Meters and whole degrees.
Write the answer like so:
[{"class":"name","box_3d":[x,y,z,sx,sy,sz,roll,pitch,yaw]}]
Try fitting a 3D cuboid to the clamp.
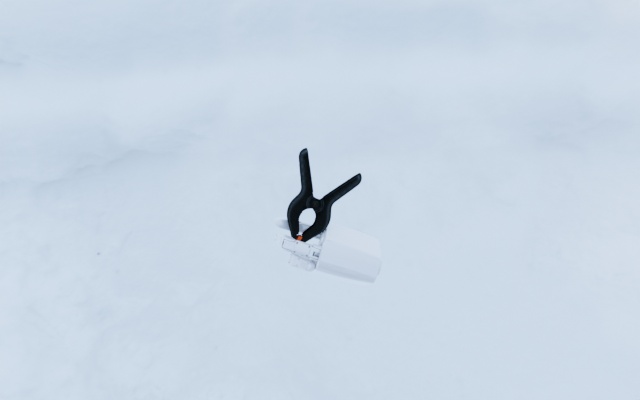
[{"class":"clamp","box_3d":[0.000,0.003,0.851,0.120,0.171,0.039,16,4,-2]}]
